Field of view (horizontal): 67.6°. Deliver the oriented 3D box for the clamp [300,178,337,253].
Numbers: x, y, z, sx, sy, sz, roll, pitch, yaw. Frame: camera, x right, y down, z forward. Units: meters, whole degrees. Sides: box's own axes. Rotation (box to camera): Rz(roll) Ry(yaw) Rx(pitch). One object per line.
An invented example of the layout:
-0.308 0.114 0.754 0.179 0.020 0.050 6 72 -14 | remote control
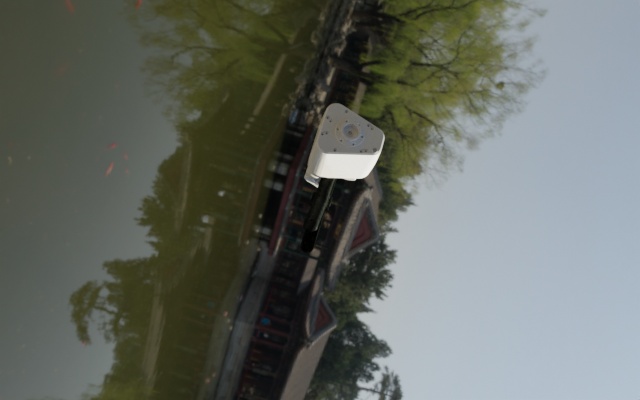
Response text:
0.001 0.003 0.852 0.039 0.171 0.120 17 -17 -3 | clamp
